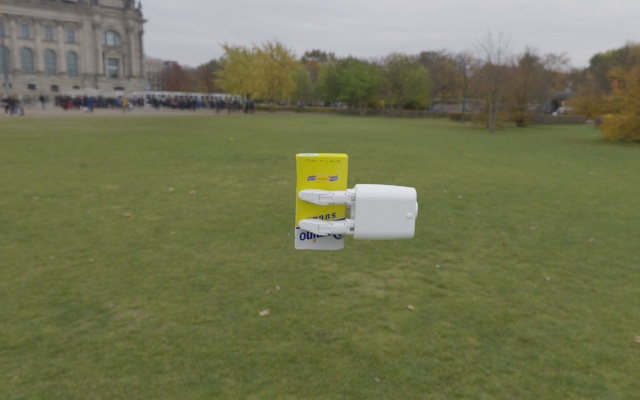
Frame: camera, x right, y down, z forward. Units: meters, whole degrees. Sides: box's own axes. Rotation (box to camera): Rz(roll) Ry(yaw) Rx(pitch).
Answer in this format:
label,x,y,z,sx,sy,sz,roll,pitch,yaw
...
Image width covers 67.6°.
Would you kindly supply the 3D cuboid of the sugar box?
label,x,y,z,sx,sy,sz,roll,pitch,yaw
sugar box,0.000,0.003,0.879,0.093,0.176,0.048,0,12,-3
